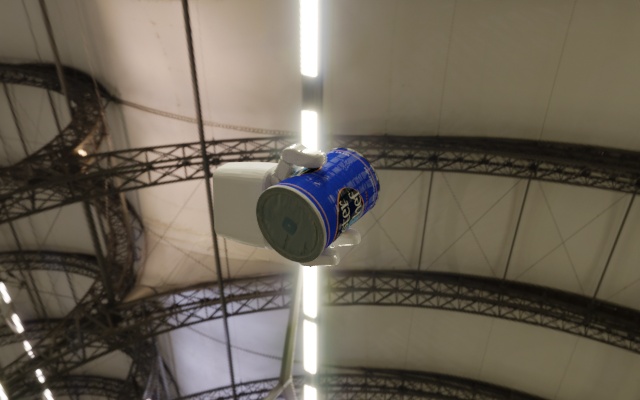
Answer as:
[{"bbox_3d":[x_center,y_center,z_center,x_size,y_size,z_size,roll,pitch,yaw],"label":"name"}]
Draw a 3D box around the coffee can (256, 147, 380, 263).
[{"bbox_3d":[0.000,0.002,0.622,0.103,0.103,0.140,0,25,38],"label":"coffee can"}]
